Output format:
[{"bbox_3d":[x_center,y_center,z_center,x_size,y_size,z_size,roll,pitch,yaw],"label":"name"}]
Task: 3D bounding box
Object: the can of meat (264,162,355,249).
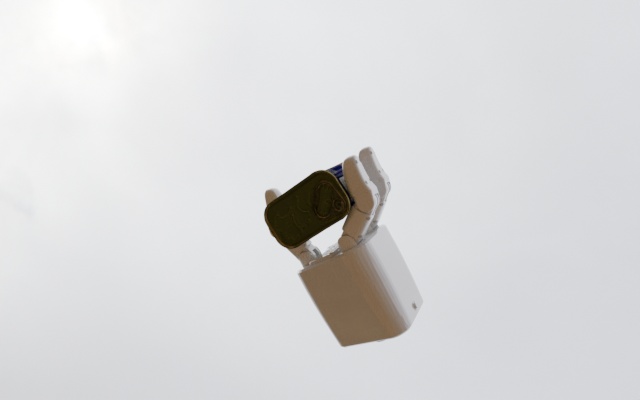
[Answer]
[{"bbox_3d":[0.000,0.002,0.540,0.102,0.057,0.084,-34,-2,28],"label":"can of meat"}]
